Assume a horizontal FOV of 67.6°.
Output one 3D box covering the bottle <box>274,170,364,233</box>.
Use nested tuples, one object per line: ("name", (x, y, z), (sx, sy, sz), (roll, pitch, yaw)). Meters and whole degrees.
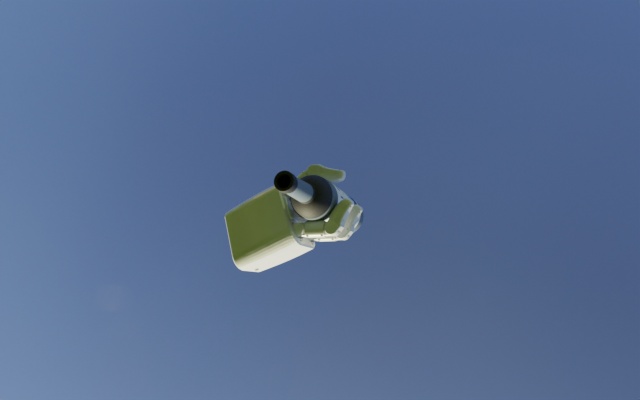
("bottle", (0.000, 0.002, 0.730), (0.069, 0.069, 0.296), (0, -10, 19))
